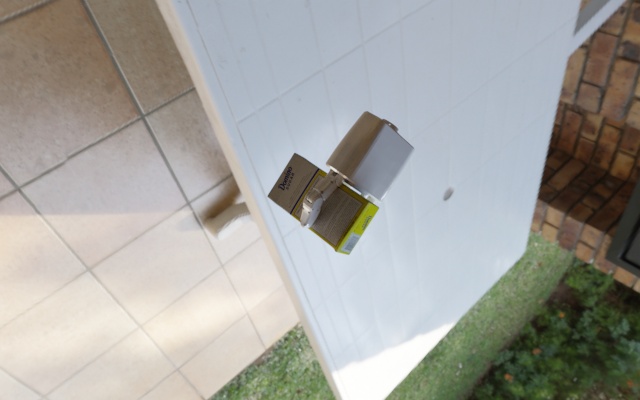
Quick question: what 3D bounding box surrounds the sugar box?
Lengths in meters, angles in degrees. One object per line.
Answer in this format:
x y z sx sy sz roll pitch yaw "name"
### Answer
0.001 0.003 0.779 0.176 0.093 0.048 37 7 36 "sugar box"
